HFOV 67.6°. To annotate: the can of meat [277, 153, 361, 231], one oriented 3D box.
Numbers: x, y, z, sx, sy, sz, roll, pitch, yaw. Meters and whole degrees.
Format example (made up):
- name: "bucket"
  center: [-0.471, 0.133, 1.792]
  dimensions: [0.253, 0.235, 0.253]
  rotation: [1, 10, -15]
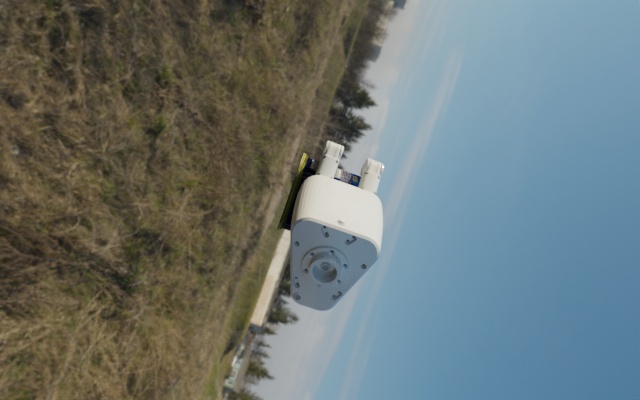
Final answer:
- name: "can of meat"
  center: [0.000, 0.002, 0.617]
  dimensions: [0.084, 0.102, 0.057]
  rotation: [19, 23, -3]
